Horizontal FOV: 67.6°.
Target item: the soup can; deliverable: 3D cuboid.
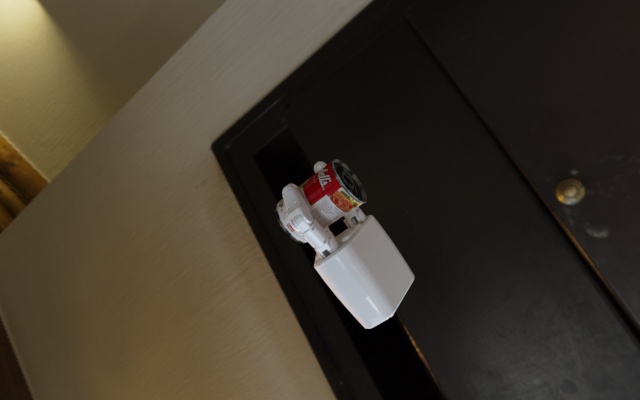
[{"bbox_3d":[0.000,0.002,0.622,0.102,0.068,0.068,-36,-15,21],"label":"soup can"}]
